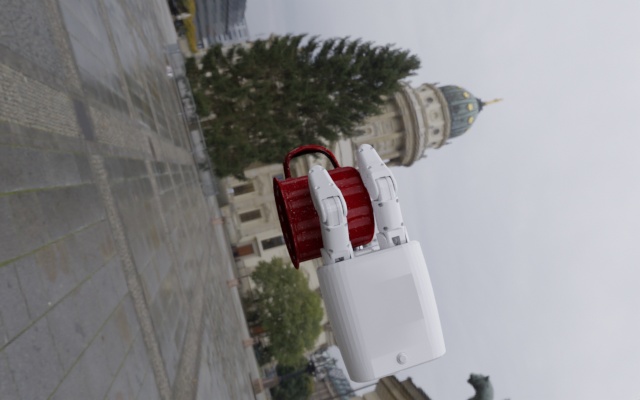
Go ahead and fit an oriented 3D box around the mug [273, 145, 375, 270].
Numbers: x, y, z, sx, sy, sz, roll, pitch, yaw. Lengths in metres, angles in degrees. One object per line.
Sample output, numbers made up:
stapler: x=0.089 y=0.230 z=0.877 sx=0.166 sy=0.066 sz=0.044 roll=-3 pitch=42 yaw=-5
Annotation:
mug: x=0.000 y=0.000 z=0.476 sx=0.081 sy=0.117 sz=0.093 roll=-14 pitch=-6 yaw=-11
